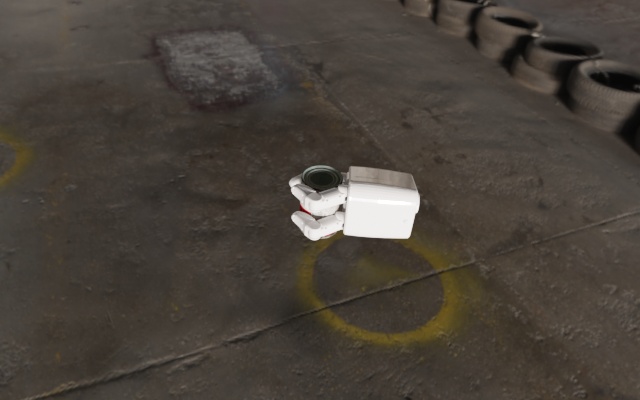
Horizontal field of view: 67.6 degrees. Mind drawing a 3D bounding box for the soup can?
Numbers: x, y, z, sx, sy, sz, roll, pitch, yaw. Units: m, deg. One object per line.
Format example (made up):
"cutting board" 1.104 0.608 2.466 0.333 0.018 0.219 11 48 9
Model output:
"soup can" 0.000 0.002 0.779 0.068 0.102 0.068 3 39 -2
